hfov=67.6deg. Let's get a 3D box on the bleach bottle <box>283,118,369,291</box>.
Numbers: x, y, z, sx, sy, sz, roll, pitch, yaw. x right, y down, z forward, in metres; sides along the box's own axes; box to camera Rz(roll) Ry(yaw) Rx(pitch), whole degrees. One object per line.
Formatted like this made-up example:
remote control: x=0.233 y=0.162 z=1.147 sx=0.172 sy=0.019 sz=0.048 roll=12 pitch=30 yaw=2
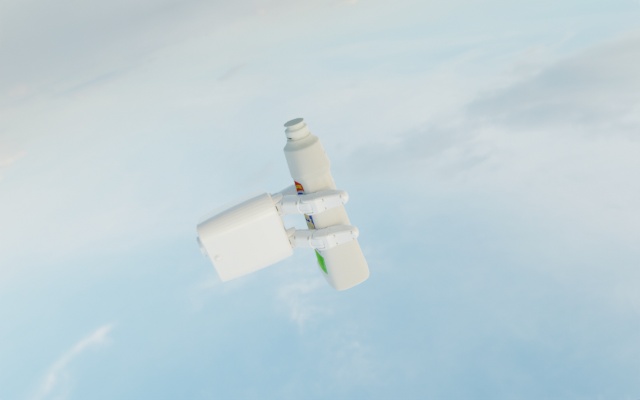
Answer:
bleach bottle: x=0.000 y=0.002 z=0.677 sx=0.068 sy=0.251 sz=0.102 roll=-23 pitch=26 yaw=-8
